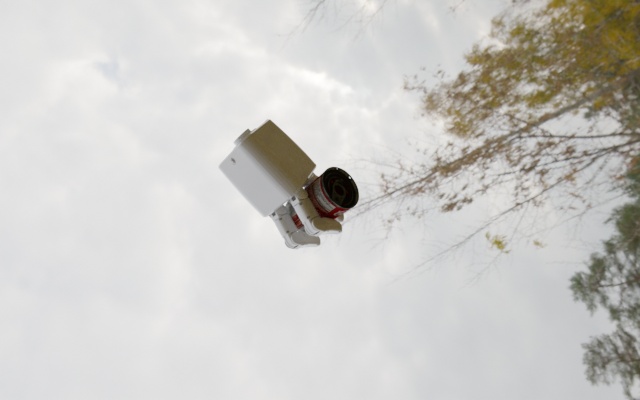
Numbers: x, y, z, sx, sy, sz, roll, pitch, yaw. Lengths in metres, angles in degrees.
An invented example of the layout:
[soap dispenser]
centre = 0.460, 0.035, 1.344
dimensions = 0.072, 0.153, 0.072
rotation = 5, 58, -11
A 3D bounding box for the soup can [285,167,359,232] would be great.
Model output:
[soup can]
centre = 0.000, 0.003, 0.724
dimensions = 0.068, 0.068, 0.102
rotation = 0, -25, -41
